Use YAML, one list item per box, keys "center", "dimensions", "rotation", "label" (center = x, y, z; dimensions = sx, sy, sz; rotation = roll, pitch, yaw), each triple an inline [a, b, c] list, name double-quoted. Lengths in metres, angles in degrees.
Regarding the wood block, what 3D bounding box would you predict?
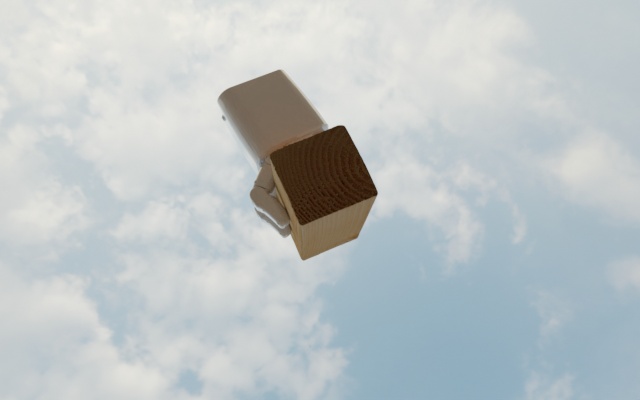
- center: [0.000, 0.002, 0.594]
  dimensions: [0.091, 0.090, 0.206]
  rotation: [-23, -15, -8]
  label: "wood block"
